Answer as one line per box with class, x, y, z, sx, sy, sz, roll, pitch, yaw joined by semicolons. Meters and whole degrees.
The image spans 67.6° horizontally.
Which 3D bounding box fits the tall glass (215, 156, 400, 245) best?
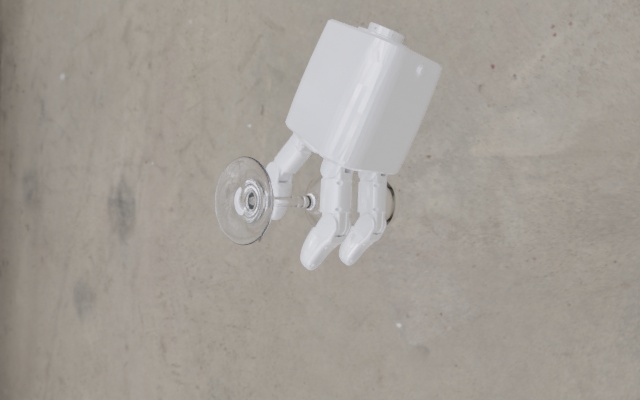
tall glass;0.000;0.002;0.472;0.079;0.079;0.201;0;-1;41
